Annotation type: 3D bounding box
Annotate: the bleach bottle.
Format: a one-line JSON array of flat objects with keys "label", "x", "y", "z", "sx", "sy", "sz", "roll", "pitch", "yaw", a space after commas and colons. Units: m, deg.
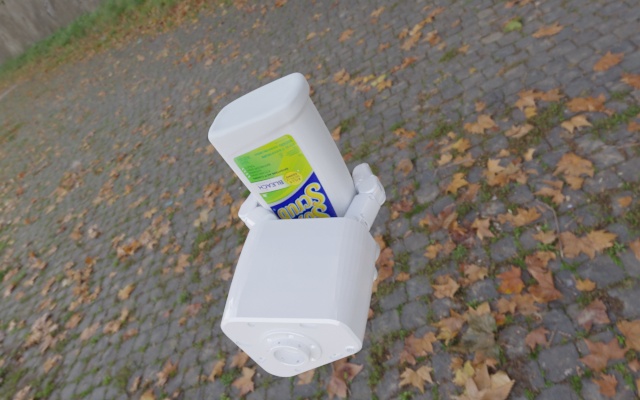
[{"label": "bleach bottle", "x": 0.000, "y": 0.002, "z": 0.487, "sx": 0.102, "sy": 0.251, "sz": 0.068, "roll": -18, "pitch": 37, "yaw": 25}]
